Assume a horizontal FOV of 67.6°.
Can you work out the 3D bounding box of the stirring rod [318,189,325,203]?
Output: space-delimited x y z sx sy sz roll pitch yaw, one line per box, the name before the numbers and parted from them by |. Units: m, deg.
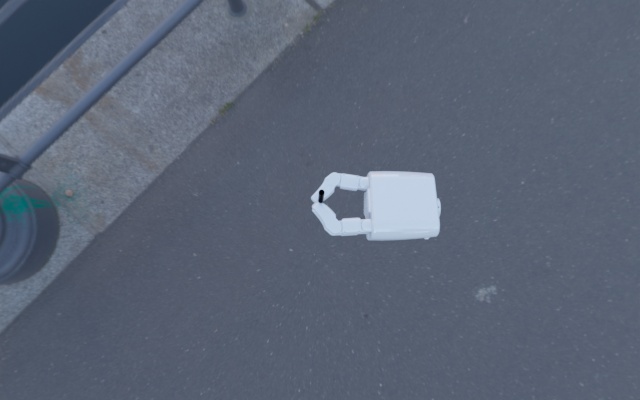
stirring rod | 0.000 0.002 0.762 0.011 0.011 0.239 0 -6 -1
